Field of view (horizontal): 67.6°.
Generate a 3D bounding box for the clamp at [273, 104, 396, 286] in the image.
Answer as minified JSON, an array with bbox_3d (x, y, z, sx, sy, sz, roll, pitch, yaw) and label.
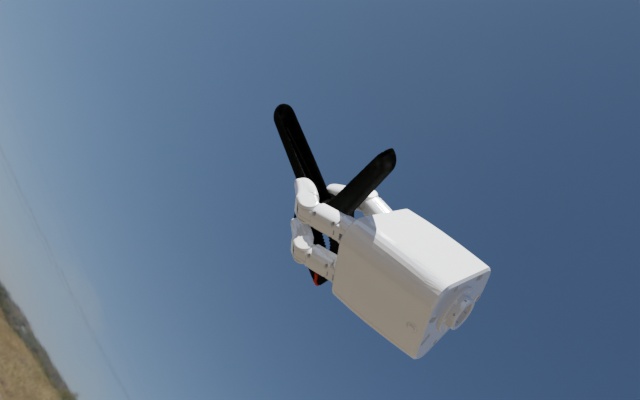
[{"bbox_3d":[0.001,0.002,0.533,0.036,0.210,0.164,-24,46,-36],"label":"clamp"}]
